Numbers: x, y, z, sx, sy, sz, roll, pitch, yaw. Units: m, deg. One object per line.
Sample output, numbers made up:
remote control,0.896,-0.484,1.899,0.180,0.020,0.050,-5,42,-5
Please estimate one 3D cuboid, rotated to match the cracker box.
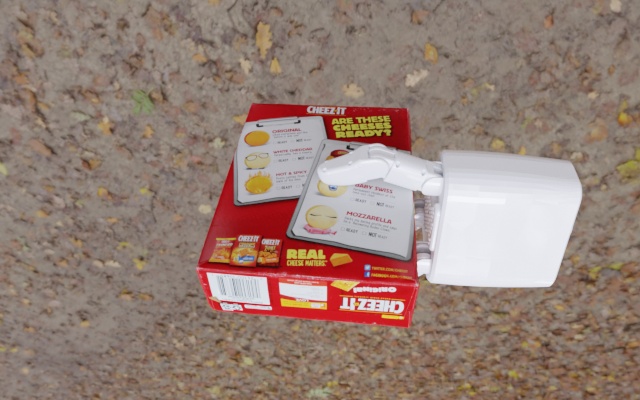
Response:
cracker box,0.000,0.001,0.434,0.164,0.213,0.072,3,-44,4
